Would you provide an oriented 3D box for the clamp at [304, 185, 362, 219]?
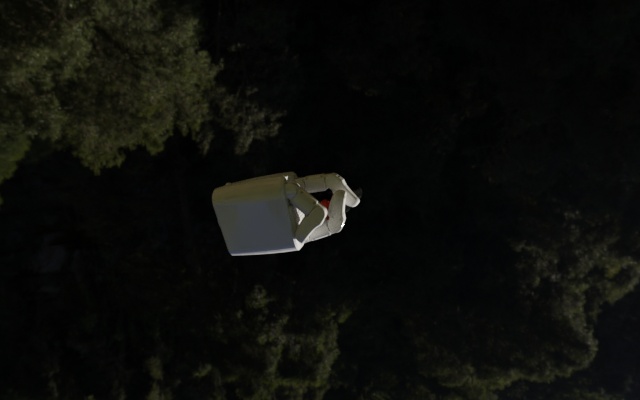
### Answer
[{"bbox_3d":[0.000,0.003,0.768,0.120,0.039,0.171,-11,5,12],"label":"clamp"}]
